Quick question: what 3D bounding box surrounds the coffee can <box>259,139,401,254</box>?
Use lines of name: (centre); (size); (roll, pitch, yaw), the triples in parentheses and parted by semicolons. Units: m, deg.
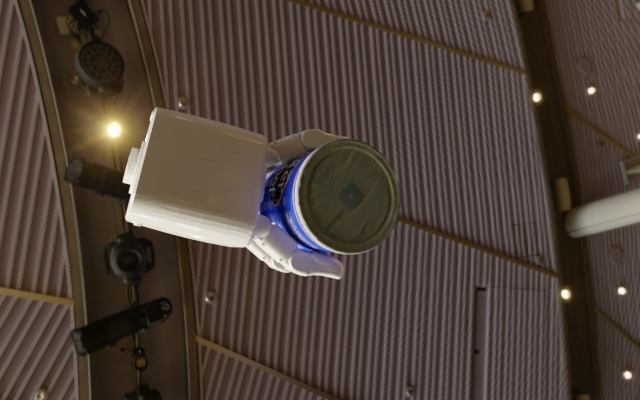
coffee can: (0.000, 0.002, 0.483); (0.103, 0.103, 0.140); (0, -5, -23)
